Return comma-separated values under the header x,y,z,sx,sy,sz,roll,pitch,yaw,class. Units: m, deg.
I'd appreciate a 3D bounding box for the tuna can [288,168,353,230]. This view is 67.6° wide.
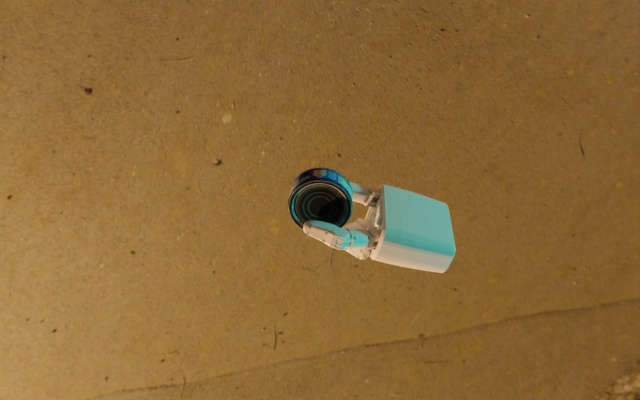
x,y,z,sx,sy,sz,roll,pitch,yaw,class
0.000,0.002,0.628,0.086,0.086,0.033,0,30,3,tuna can
